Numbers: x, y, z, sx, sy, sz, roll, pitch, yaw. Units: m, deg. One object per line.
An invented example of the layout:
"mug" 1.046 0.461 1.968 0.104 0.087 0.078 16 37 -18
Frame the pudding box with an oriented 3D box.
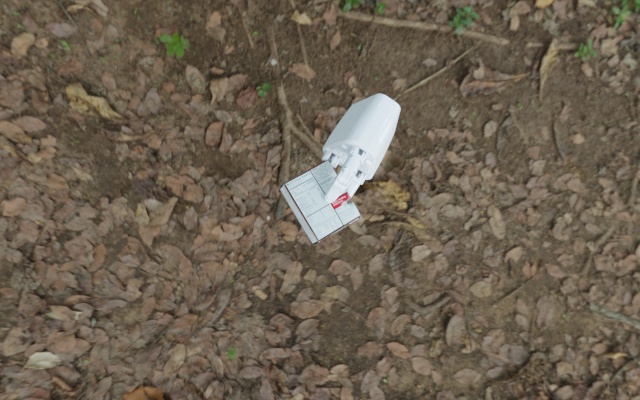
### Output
"pudding box" 0.000 0.002 0.781 0.090 0.113 0.039 -30 -5 -18
